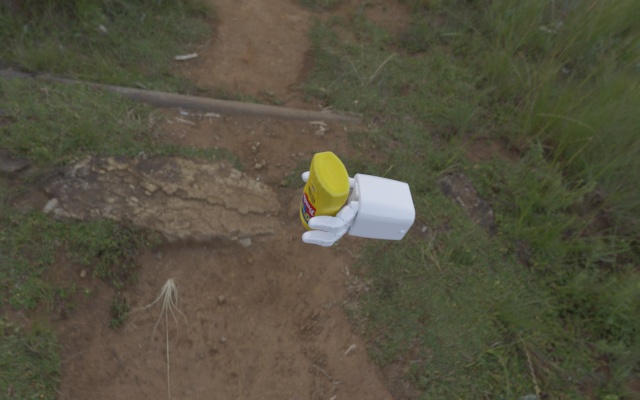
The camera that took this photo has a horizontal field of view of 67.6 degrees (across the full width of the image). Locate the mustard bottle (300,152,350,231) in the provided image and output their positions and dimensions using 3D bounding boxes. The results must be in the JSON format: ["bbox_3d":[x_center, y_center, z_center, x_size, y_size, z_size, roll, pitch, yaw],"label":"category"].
[{"bbox_3d":[0.000,0.003,0.884,0.058,0.096,0.192,-12,-29,-21],"label":"mustard bottle"}]
